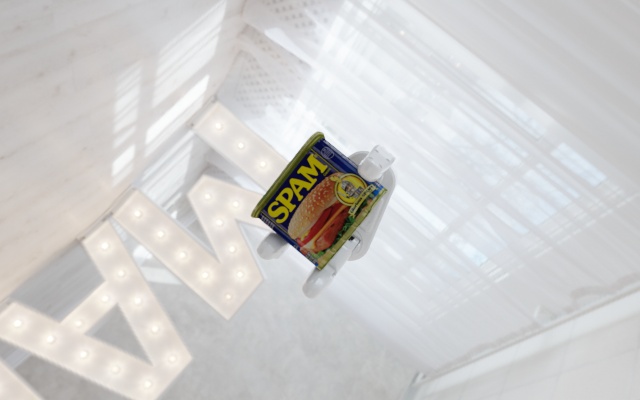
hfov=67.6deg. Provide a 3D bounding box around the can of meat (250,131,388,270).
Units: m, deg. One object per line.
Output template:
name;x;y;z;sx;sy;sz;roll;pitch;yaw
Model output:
can of meat;0.000;0.002;0.446;0.084;0.102;0.057;40;10;4
